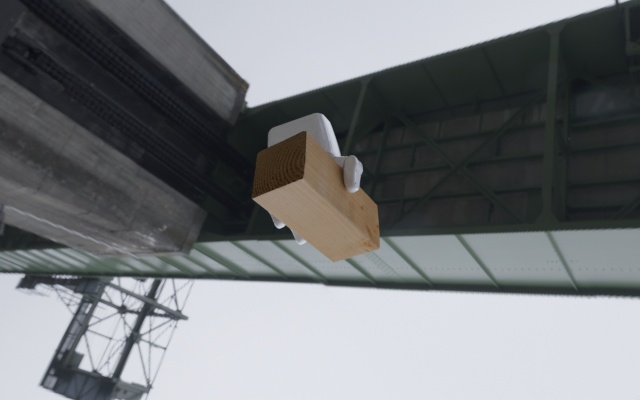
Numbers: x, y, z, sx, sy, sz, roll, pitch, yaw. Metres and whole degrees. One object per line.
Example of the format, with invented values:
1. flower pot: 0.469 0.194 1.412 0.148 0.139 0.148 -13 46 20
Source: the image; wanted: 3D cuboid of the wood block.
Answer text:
1. wood block: 0.000 0.002 0.724 0.091 0.090 0.206 -21 -42 28
